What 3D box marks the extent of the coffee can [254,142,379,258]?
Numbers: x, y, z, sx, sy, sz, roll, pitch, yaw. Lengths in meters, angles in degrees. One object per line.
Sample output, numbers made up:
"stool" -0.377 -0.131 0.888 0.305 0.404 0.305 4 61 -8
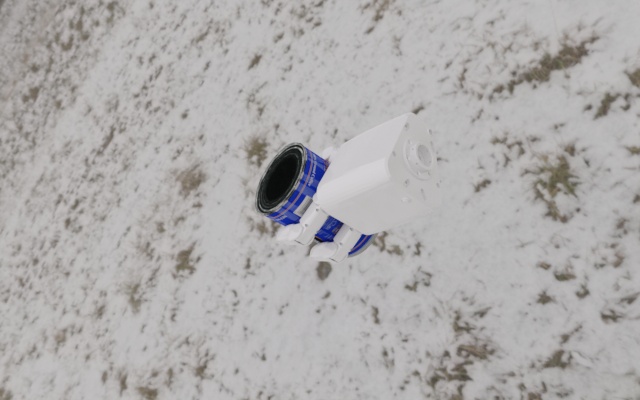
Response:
"coffee can" 0.000 0.002 0.628 0.140 0.102 0.103 30 -16 -30
